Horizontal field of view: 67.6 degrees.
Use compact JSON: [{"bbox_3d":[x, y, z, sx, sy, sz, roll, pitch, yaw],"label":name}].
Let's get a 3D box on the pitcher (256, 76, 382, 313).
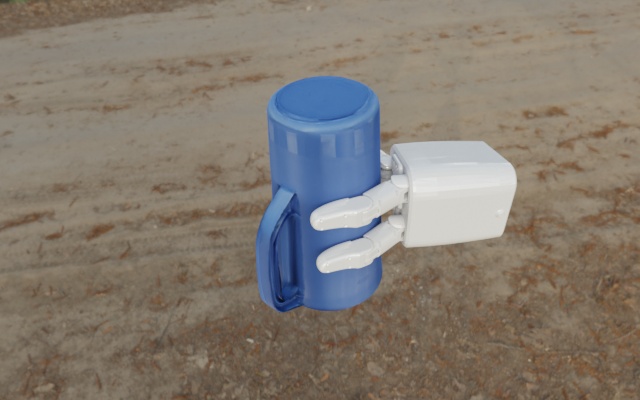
[{"bbox_3d":[0.000,0.002,0.517,0.145,0.243,0.149,-4,39,-1],"label":"pitcher"}]
